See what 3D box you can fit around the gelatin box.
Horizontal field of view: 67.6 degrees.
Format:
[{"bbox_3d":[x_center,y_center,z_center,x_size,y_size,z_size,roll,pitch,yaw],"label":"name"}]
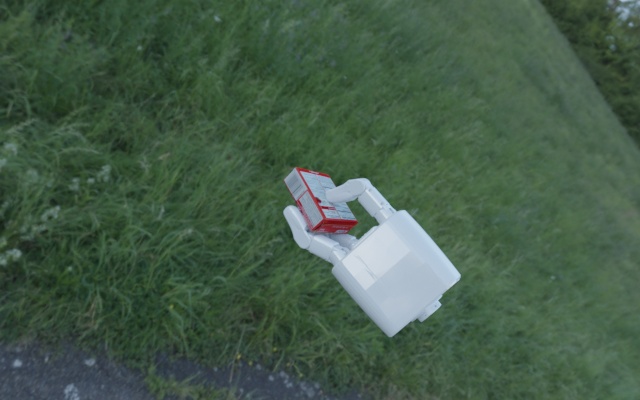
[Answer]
[{"bbox_3d":[0.000,0.002,0.631,0.030,0.089,0.073,-43,-28,26],"label":"gelatin box"}]
